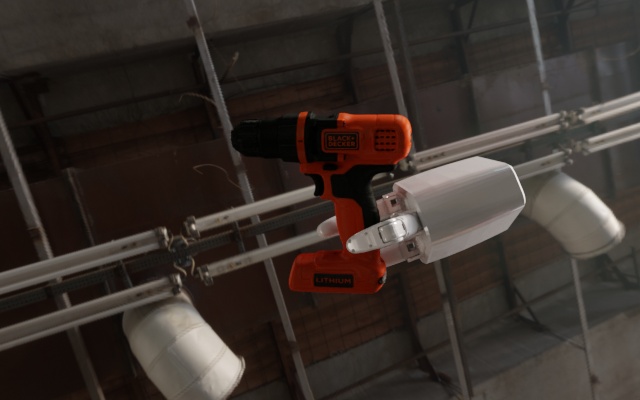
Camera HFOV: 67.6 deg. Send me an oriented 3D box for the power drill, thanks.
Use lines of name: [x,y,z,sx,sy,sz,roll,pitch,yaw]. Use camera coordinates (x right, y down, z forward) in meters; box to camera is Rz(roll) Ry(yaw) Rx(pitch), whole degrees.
power drill: [0.000,0.002,0.501,0.184,0.188,0.057,1,16,11]
